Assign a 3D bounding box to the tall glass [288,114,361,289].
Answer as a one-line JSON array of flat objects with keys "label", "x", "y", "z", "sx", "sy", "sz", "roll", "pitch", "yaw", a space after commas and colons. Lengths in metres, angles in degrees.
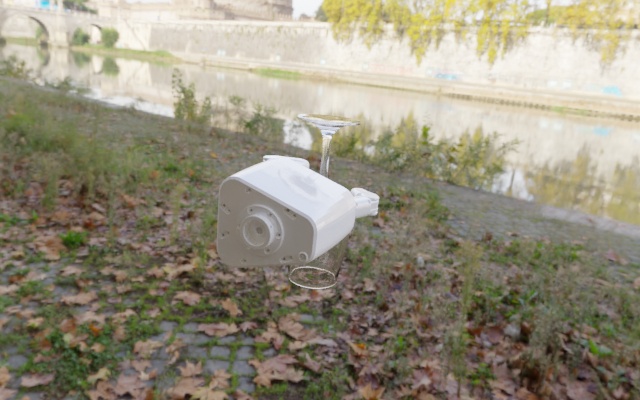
[{"label": "tall glass", "x": 0.000, "y": 0.001, "z": 0.572, "sx": 0.079, "sy": 0.201, "sz": 0.079, "roll": 5, "pitch": 16, "yaw": -2}]
